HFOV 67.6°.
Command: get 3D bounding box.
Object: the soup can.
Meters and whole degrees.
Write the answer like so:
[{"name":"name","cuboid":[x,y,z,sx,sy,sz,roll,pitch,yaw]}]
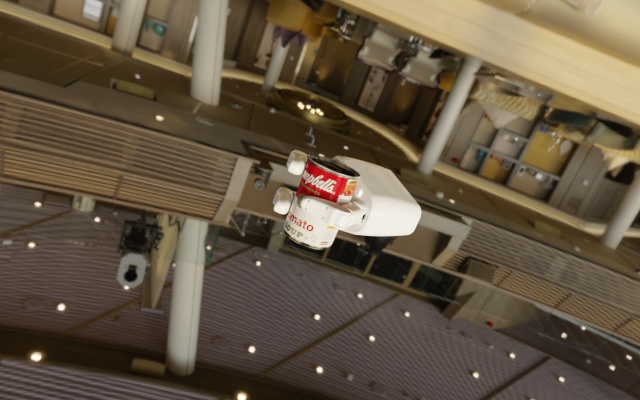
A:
[{"name":"soup can","cuboid":[0.000,0.002,0.604,0.068,0.102,0.068,20,16,-6]}]
